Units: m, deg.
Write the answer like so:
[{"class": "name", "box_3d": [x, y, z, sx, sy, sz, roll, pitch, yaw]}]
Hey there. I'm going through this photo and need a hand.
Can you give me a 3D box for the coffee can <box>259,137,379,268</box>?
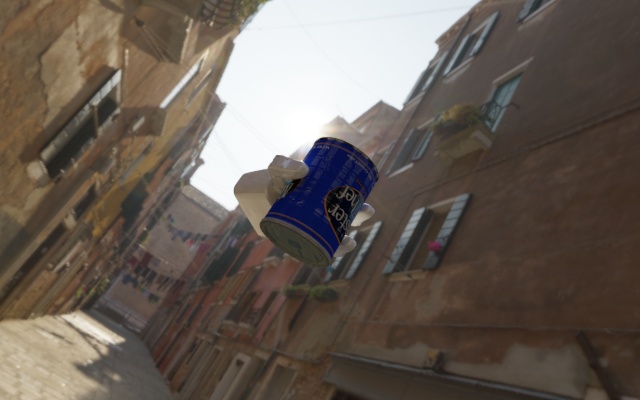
[{"class": "coffee can", "box_3d": [0.000, 0.002, 0.629, 0.103, 0.140, 0.103, 27, -23, 12]}]
